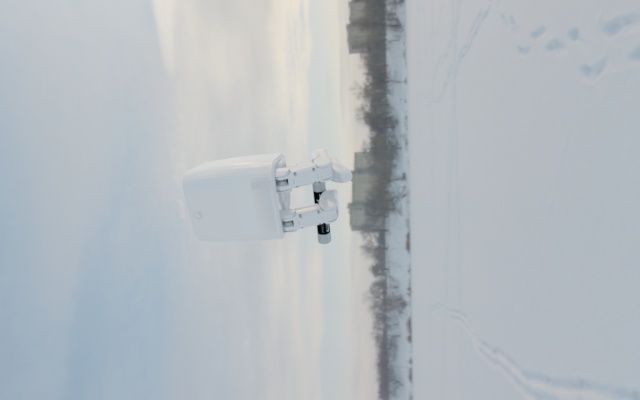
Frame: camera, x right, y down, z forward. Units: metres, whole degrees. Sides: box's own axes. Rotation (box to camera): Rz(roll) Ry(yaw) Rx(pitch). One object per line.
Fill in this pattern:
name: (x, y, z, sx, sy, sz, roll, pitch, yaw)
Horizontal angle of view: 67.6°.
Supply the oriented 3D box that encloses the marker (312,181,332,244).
marker: (0.000, 0.002, 0.623, 0.020, 0.121, 0.020, -5, 28, 3)
